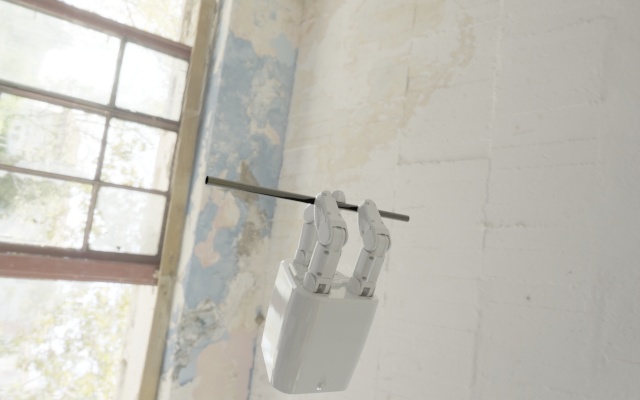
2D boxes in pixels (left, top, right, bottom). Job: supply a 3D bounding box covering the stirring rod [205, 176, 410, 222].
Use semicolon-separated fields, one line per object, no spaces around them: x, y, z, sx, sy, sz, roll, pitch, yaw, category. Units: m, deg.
0.000;0.002;0.481;0.239;0.011;0.011;11;-6;-33;stirring rod
